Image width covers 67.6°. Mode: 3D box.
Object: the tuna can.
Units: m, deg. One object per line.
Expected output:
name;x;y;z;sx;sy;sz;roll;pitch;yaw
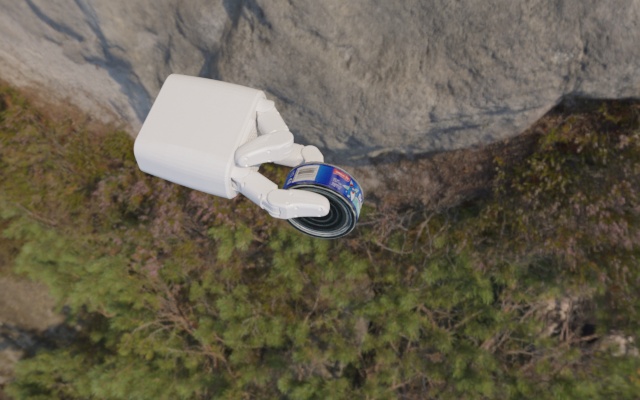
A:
tuna can;0.000;0.002;0.499;0.086;0.033;0.086;11;-41;9
